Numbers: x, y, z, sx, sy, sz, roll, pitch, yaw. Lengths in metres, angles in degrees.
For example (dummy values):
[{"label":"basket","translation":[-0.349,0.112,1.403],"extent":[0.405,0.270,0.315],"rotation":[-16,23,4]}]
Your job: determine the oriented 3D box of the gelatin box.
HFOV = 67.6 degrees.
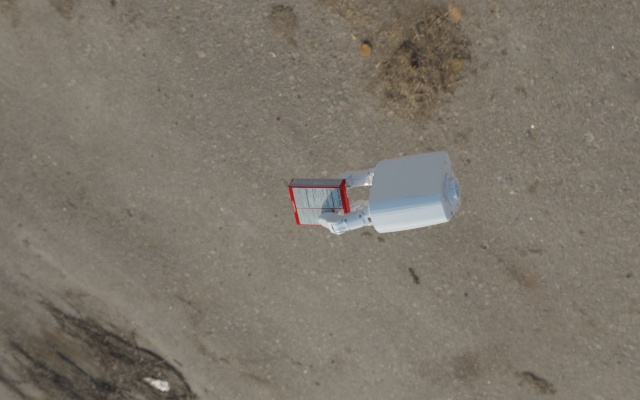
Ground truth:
[{"label":"gelatin box","translation":[0.000,0.003,0.748],"extent":[0.089,0.073,0.030],"rotation":[0,33,18]}]
